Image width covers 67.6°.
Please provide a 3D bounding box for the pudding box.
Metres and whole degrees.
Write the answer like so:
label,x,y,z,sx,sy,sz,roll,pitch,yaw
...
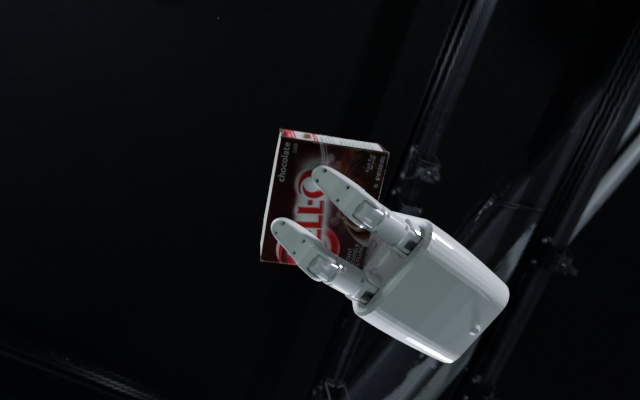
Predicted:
label,x,y,z,sx,sy,sz,roll,pitch,yaw
pudding box,0.000,0.001,0.408,0.090,0.113,0.039,7,18,-12
